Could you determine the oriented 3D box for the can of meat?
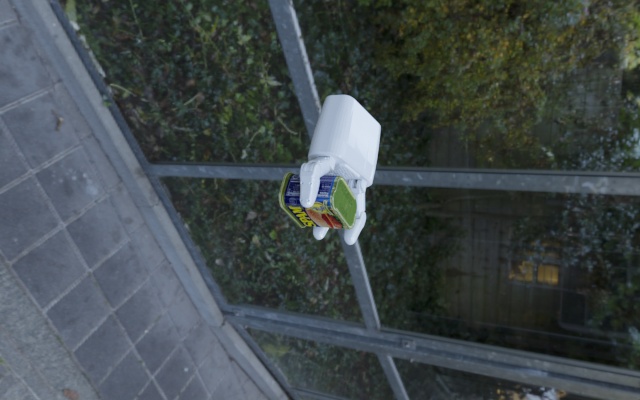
[{"bbox_3d":[0.000,0.002,0.700,0.084,0.057,0.102,3,-26,25],"label":"can of meat"}]
